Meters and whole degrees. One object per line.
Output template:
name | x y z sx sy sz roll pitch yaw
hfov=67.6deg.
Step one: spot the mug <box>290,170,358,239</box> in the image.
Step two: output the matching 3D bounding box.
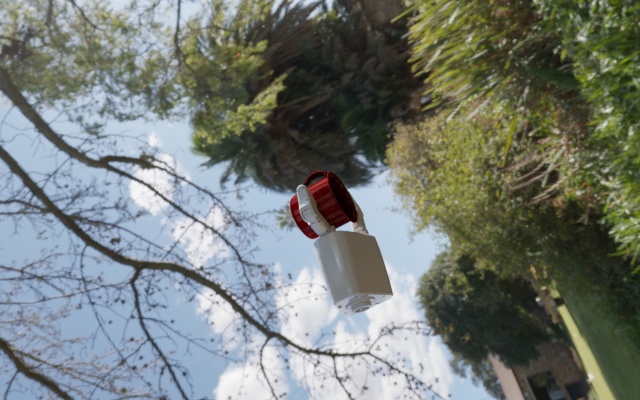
mug | 0.000 0.001 0.793 0.081 0.117 0.093 -28 -32 18
